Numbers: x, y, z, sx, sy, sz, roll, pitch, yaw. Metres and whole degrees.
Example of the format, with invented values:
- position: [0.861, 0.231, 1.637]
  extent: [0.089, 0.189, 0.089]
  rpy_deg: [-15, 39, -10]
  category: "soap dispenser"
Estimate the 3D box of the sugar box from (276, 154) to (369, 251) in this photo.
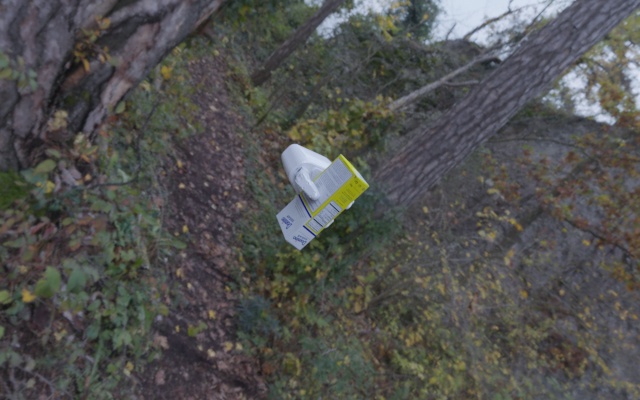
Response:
- position: [0.001, 0.003, 0.892]
  extent: [0.048, 0.176, 0.093]
  rpy_deg: [39, 12, -31]
  category: "sugar box"
